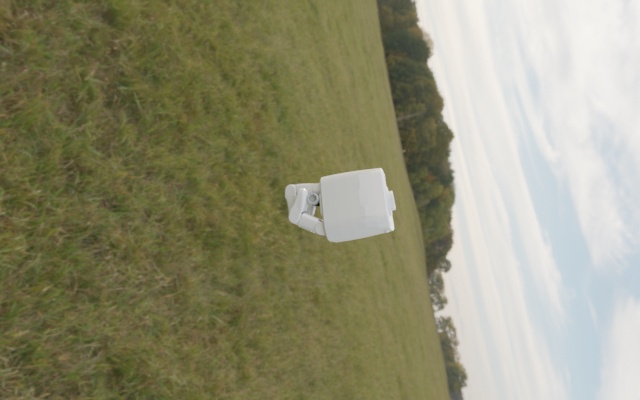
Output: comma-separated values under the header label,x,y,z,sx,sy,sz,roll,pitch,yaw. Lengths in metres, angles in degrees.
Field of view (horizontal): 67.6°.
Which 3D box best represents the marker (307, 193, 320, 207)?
label,x,y,z,sx,sy,sz,roll,pitch,yaw
marker,0.000,0.003,0.837,0.020,0.020,0.121,0,-6,13
